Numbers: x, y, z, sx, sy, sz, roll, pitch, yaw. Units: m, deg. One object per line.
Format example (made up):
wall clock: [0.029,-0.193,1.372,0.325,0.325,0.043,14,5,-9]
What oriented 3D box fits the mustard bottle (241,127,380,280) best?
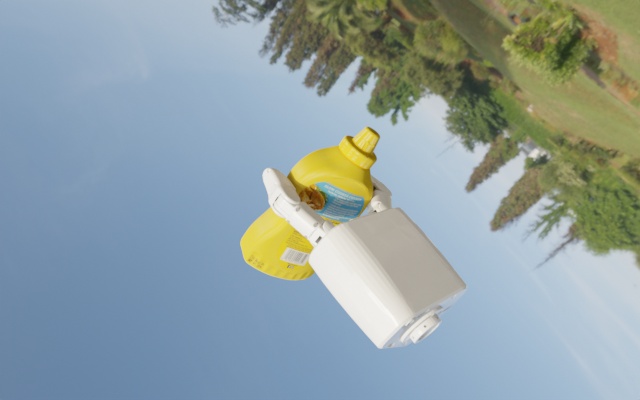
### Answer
mustard bottle: [0.000,0.002,0.513,0.096,0.192,0.058,21,28,-33]
